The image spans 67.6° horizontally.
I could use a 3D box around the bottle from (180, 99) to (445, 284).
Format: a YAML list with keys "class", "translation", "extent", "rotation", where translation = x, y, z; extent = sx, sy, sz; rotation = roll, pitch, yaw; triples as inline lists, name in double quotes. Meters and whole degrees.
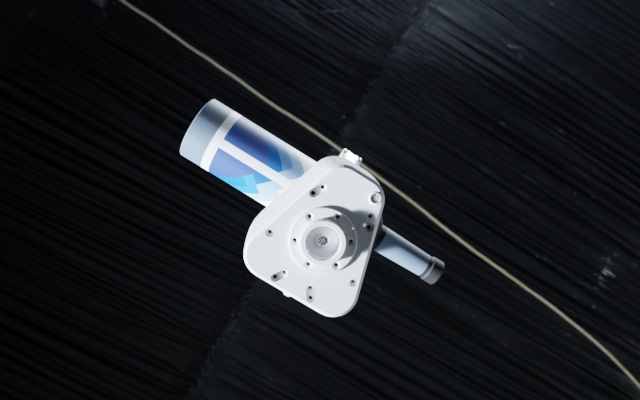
- class: "bottle"
  translation: [0.000, 0.001, 0.499]
  extent: [0.296, 0.069, 0.069]
  rotation: [32, -3, -5]
